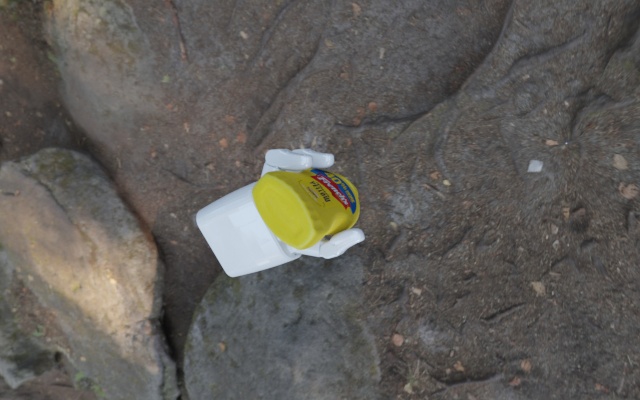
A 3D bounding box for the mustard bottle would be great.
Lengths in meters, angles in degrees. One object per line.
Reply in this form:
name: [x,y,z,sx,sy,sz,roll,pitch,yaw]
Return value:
mustard bottle: [0.000,0.002,0.611,0.058,0.096,0.191,-48,-16,24]
